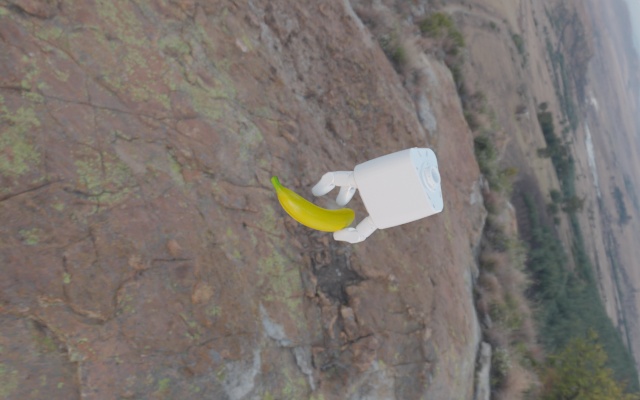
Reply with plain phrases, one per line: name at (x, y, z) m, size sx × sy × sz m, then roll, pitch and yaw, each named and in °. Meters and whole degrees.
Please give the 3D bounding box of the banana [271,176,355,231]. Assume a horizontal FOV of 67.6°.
banana at (-0.002, 0.018, 0.808) m, size 0.037 × 0.069 × 0.198 m, roll -22°, pitch -33°, yaw 37°
